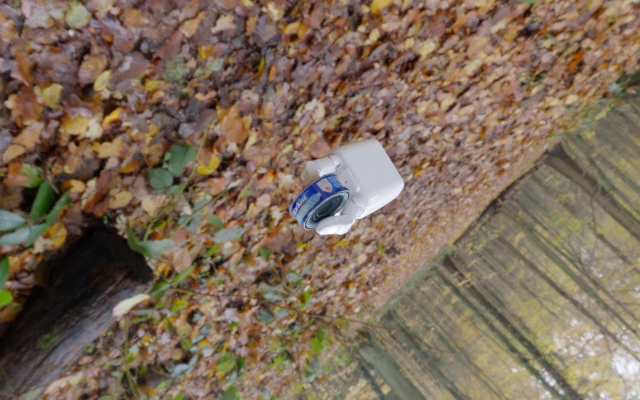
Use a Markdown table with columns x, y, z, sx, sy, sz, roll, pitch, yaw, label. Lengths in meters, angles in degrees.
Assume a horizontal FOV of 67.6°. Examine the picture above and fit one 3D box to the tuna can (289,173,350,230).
| x | y | z | sx | sy | sz | roll | pitch | yaw | label |
| --- | --- | --- | --- | --- | --- | --- | --- | --- | --- |
| 0.000 | 0.003 | 0.679 | 0.086 | 0.033 | 0.086 | -34 | -20 | -14 | tuna can |
